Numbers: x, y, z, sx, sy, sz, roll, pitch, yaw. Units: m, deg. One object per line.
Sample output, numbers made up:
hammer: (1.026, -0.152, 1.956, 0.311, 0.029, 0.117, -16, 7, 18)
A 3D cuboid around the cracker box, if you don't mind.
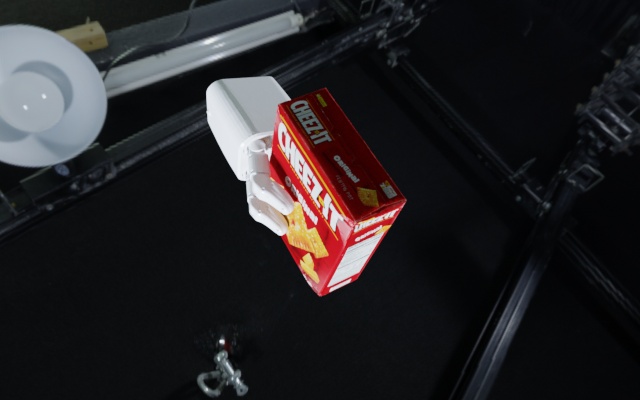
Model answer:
cracker box: (0.000, 0.002, 0.578, 0.072, 0.164, 0.214, -24, -23, -23)
